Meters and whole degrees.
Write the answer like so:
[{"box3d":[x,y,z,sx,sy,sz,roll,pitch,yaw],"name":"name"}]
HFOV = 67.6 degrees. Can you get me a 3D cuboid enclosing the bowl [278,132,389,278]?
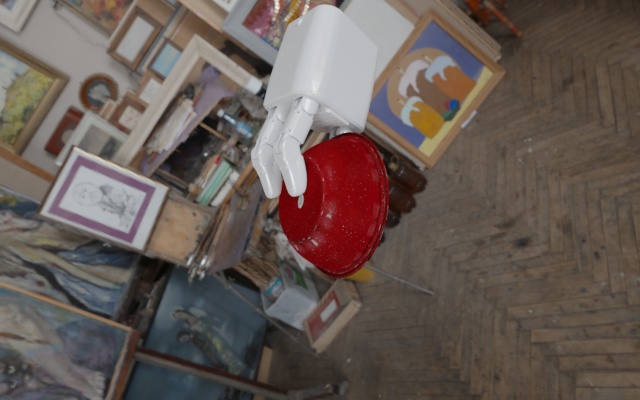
[{"box3d":[0.000,0.003,0.513,0.055,0.162,0.162,7,-4,-34],"name":"bowl"}]
